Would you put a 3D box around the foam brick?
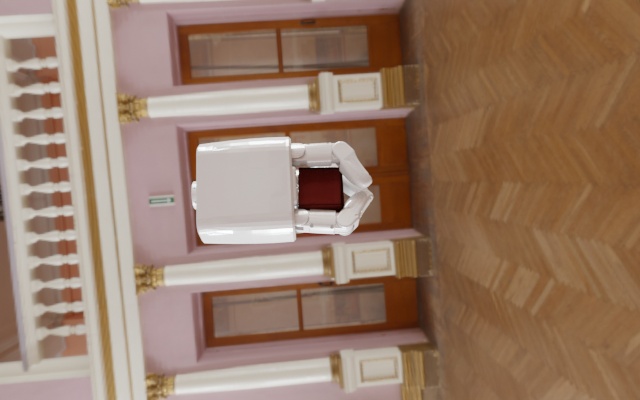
[{"bbox_3d":[0.000,0.002,0.570,0.051,0.053,0.078,-2,-31,-1],"label":"foam brick"}]
